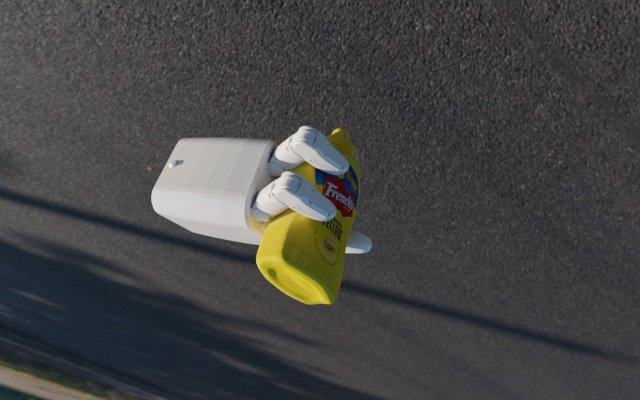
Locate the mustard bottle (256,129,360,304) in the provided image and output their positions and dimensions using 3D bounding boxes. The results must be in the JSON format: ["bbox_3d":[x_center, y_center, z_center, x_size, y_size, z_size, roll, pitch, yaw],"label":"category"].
[{"bbox_3d":[0.000,0.002,0.490,0.058,0.191,0.096,-11,-41,36],"label":"mustard bottle"}]
